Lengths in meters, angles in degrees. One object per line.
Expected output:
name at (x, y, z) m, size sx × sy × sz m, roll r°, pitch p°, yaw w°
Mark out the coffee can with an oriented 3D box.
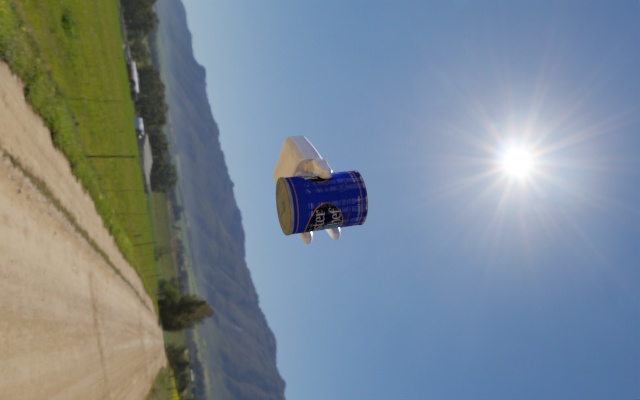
coffee can at (0.000, 0.003, 0.850) m, size 0.140 × 0.103 × 0.103 m, roll -7°, pitch 2°, yaw -18°
